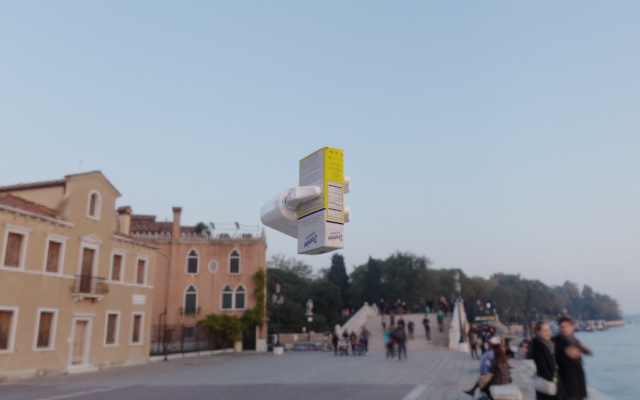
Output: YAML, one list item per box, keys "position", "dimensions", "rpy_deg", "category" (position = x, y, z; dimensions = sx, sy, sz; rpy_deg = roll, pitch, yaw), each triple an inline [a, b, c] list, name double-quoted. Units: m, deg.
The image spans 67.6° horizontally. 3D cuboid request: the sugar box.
- position: [0.001, 0.003, 0.832]
  dimensions: [0.048, 0.176, 0.093]
  rpy_deg: [8, -16, -32]
  category: "sugar box"
